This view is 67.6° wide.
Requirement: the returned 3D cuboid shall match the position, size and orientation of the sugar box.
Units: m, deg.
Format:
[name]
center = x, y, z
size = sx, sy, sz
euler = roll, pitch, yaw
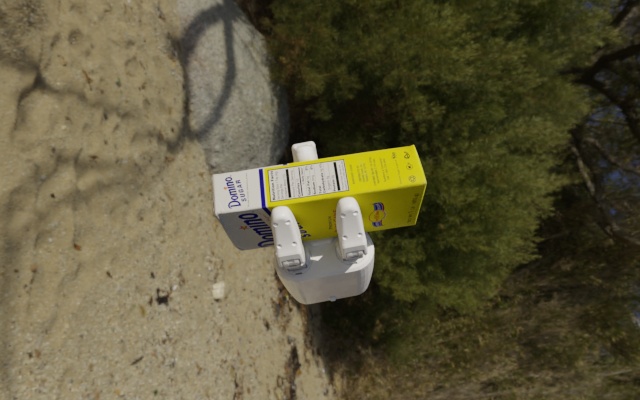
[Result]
[sugar box]
center = 0.000, 0.002, 0.433
size = 0.176, 0.048, 0.093
euler = -11, -26, 0
